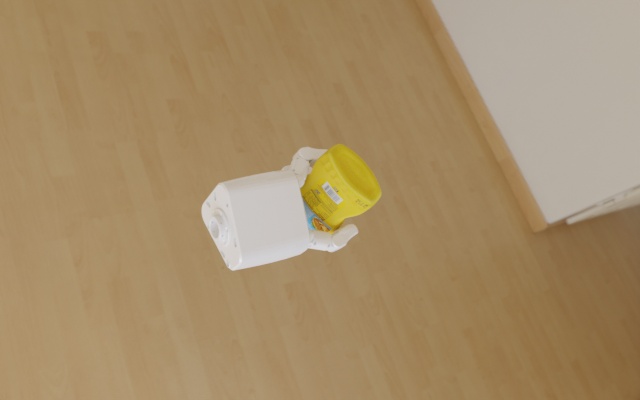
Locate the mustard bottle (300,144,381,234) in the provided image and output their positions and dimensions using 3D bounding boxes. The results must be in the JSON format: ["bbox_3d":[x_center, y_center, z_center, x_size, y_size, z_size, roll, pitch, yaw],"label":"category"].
[{"bbox_3d":[0.000,0.002,0.704,0.058,0.096,0.192,-43,2,-40],"label":"mustard bottle"}]
